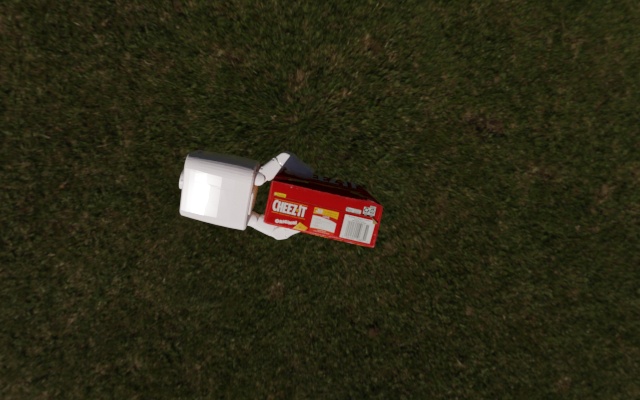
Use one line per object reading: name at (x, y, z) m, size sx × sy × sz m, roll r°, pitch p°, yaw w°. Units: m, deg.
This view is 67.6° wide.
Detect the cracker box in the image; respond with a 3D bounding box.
cracker box at (0.000, 0.003, 0.769) m, size 0.164 × 0.072 × 0.213 m, roll 13°, pitch 8°, yaw -4°
